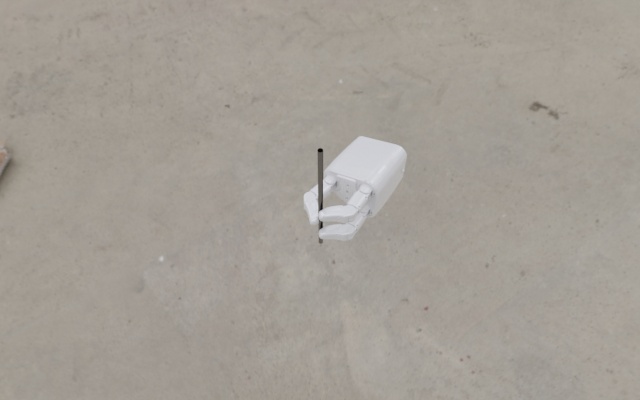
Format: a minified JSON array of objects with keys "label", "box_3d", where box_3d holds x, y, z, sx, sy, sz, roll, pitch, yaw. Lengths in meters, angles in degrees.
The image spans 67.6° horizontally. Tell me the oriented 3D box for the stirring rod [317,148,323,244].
[{"label":"stirring rod","box_3d":[0.000,0.002,0.747,0.011,0.011,0.240,0,-36,0]}]
